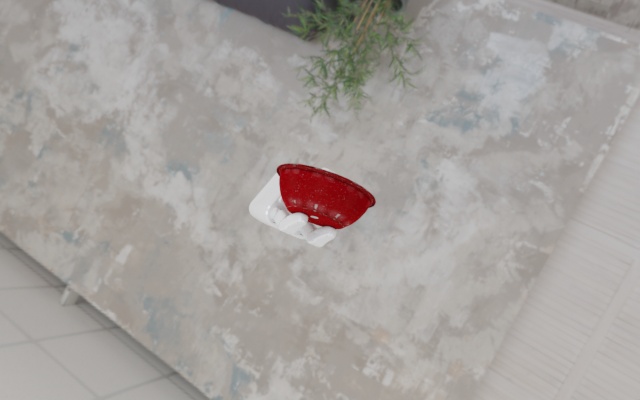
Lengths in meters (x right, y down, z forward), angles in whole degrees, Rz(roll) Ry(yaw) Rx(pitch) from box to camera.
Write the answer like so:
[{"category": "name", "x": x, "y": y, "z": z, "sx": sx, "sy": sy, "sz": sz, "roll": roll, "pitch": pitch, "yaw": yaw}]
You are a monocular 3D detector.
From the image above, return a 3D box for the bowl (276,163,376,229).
[{"category": "bowl", "x": 0.000, "y": 0.003, "z": 0.729, "sx": 0.162, "sy": 0.055, "sz": 0.162, "roll": 18, "pitch": -14, "yaw": 5}]
